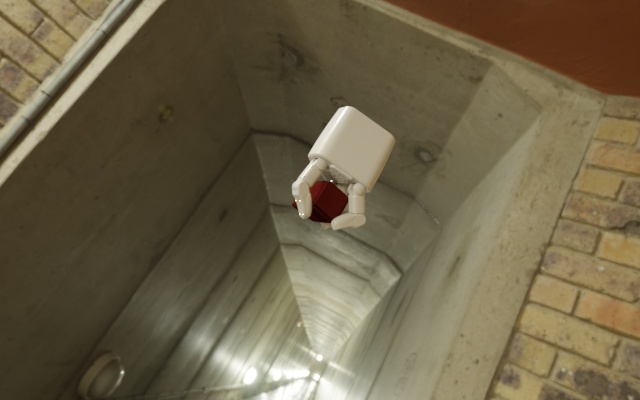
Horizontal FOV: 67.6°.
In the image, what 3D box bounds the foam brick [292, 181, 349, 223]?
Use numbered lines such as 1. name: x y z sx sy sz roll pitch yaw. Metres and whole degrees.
1. foam brick: 0.000 0.003 0.805 0.053 0.051 0.078 40 -19 -26
